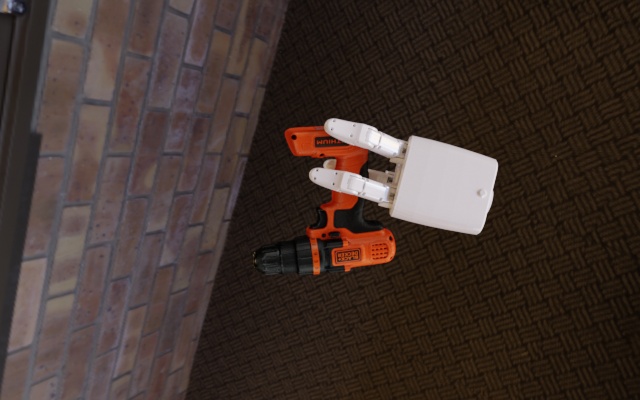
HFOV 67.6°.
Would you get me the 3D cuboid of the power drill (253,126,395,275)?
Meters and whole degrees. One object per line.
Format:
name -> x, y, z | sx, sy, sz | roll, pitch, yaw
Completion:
power drill -> 0.000, 0.002, 0.601 | 0.184, 0.188, 0.057 | -6, 15, -9
